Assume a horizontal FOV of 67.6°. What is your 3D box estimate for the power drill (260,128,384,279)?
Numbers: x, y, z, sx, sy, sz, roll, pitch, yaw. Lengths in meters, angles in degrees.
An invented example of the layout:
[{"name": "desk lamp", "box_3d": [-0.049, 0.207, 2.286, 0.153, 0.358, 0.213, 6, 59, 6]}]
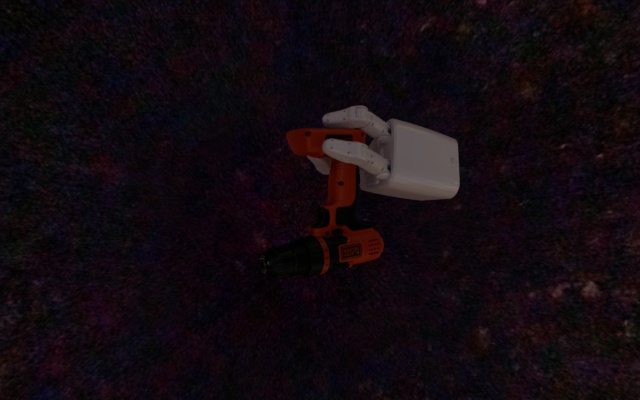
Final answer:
[{"name": "power drill", "box_3d": [0.000, 0.002, 0.621, 0.184, 0.187, 0.057, -7, 7, -36]}]
